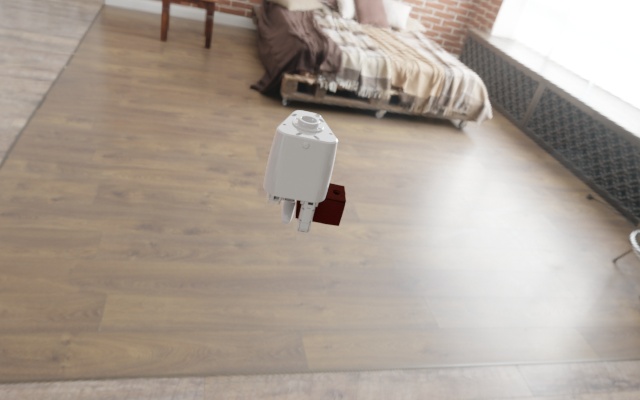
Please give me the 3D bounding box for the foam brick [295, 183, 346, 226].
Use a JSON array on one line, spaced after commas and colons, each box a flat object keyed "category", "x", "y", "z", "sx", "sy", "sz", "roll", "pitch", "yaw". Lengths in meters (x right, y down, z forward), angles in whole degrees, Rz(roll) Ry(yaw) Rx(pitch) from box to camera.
[{"category": "foam brick", "x": 0.000, "y": 0.003, "z": 0.801, "sx": 0.078, "sy": 0.051, "sz": 0.053, "roll": 11, "pitch": 31, "yaw": -7}]
